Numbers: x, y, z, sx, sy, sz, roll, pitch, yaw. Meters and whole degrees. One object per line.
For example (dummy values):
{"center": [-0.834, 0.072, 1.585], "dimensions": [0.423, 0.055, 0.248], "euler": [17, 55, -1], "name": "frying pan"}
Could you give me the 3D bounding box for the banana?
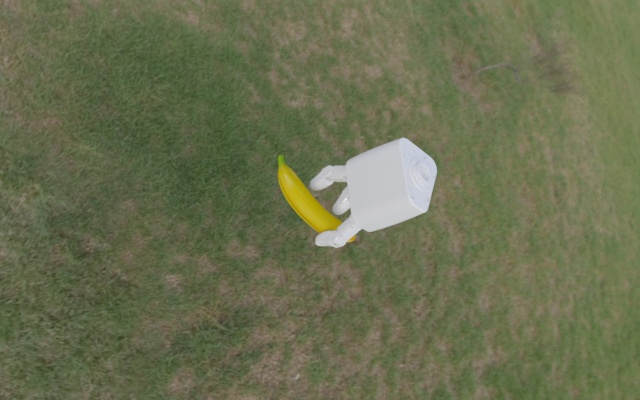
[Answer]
{"center": [-0.009, 0.011, 0.789], "dimensions": [0.037, 0.198, 0.069], "euler": [-26, 22, 39], "name": "banana"}
